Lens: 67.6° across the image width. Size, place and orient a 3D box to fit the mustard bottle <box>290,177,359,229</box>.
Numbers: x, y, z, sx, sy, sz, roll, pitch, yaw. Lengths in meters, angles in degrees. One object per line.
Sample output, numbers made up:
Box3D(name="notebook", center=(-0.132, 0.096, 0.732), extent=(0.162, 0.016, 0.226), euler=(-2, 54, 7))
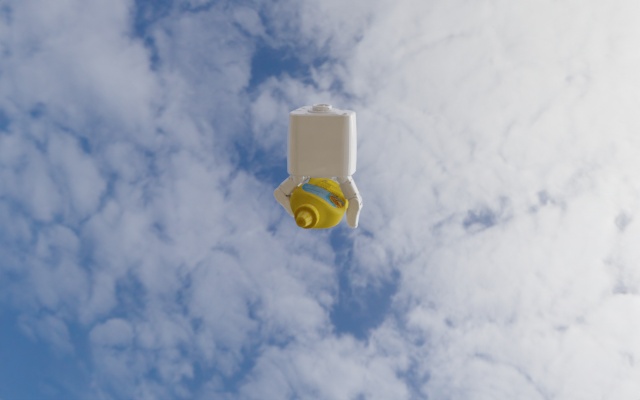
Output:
Box3D(name="mustard bottle", center=(0.000, 0.003, 0.840), extent=(0.096, 0.058, 0.191), euler=(30, 26, 7))
